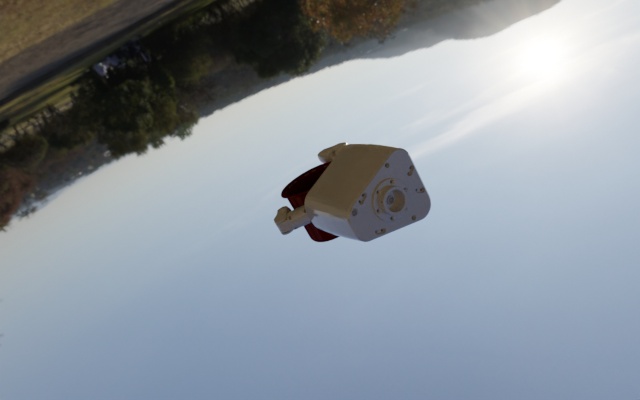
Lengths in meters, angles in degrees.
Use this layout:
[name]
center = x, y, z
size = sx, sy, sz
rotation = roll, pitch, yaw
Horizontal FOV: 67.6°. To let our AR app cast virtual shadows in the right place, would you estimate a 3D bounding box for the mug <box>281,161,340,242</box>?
[mug]
center = 0.000, 0.002, 0.672
size = 0.093, 0.081, 0.117
rotation = -35, 19, -17
